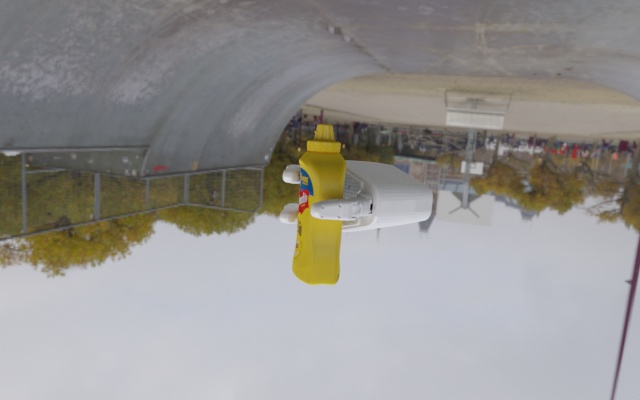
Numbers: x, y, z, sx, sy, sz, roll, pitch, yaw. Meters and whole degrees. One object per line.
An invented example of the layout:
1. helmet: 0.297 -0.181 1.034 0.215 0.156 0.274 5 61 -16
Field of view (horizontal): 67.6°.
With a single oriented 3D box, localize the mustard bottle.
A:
1. mustard bottle: 0.000 0.002 0.594 0.058 0.191 0.096 3 8 -11
